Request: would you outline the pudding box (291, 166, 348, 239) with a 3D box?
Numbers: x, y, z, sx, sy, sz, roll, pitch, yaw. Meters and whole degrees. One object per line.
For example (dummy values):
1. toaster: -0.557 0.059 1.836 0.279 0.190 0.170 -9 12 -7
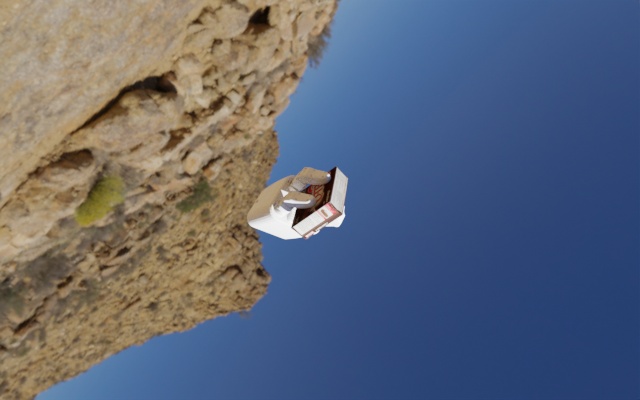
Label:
1. pudding box: 0.000 0.003 0.825 0.090 0.039 0.113 -36 25 28
